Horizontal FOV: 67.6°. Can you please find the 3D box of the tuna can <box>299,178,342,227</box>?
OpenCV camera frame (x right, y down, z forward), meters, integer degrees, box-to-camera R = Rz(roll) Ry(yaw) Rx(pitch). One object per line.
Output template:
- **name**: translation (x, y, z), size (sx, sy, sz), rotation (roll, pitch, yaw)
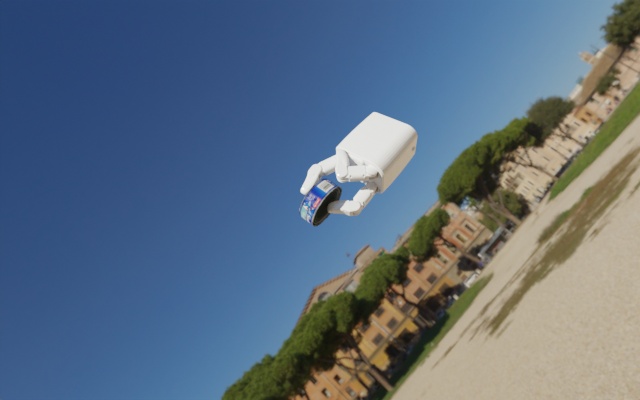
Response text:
- **tuna can**: translation (0.000, 0.003, 0.865), size (0.033, 0.086, 0.086), rotation (35, 12, 18)
